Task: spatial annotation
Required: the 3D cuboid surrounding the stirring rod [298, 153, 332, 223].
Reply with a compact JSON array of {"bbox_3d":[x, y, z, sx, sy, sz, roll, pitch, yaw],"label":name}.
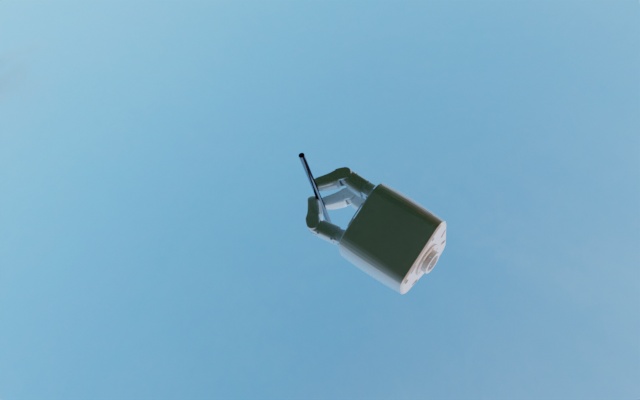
[{"bbox_3d":[0.000,0.002,0.719,0.011,0.011,0.240,0,-30,14],"label":"stirring rod"}]
